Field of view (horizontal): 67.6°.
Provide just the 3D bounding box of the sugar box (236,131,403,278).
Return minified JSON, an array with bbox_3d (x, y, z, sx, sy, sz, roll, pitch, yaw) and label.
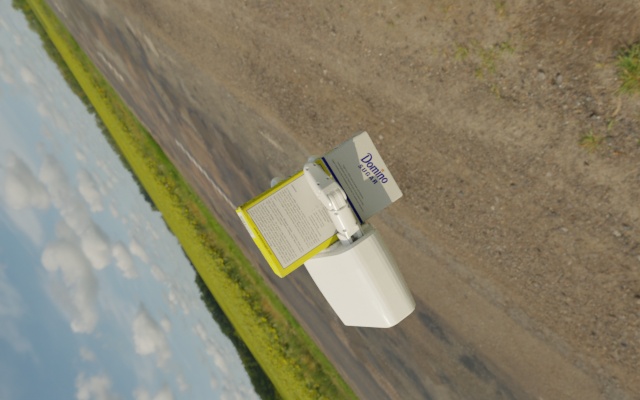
[{"bbox_3d":[0.000,0.002,0.562,0.176,0.093,0.048,-33,7,-16],"label":"sugar box"}]
